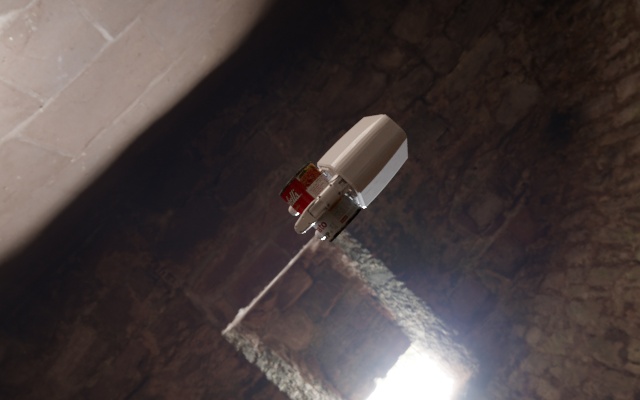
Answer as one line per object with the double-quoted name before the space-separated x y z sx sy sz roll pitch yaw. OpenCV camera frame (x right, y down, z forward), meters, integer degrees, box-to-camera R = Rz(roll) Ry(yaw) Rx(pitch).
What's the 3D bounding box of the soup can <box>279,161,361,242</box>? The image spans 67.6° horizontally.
"soup can" 0.000 0.003 0.690 0.102 0.068 0.068 43 2 2
